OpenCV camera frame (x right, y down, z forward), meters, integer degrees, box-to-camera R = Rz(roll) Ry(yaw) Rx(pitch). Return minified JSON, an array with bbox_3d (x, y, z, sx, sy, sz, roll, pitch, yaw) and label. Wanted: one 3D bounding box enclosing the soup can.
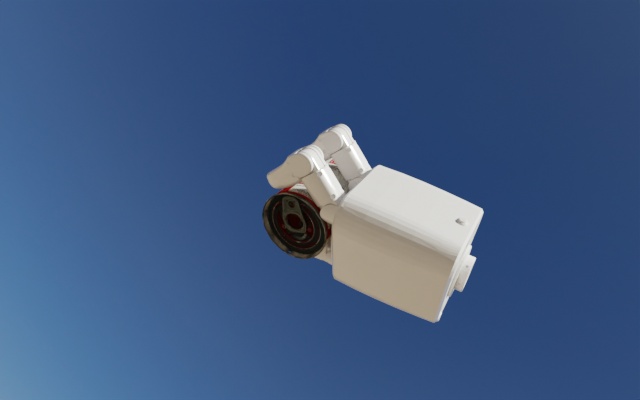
[{"bbox_3d":[0.000,0.001,0.469,0.068,0.068,0.102,0,27,34],"label":"soup can"}]
